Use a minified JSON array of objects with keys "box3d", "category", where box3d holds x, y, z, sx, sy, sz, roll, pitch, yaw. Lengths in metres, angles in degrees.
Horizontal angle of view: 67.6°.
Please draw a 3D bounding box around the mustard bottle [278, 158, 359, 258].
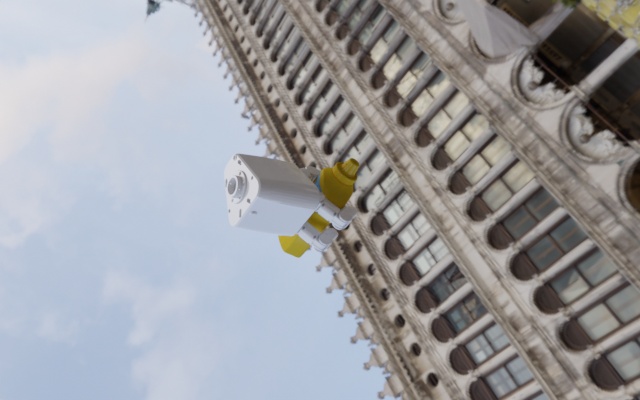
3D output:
[{"box3d":[0.000,0.003,0.784,0.058,0.192,0.096,27,34,-20],"category":"mustard bottle"}]
